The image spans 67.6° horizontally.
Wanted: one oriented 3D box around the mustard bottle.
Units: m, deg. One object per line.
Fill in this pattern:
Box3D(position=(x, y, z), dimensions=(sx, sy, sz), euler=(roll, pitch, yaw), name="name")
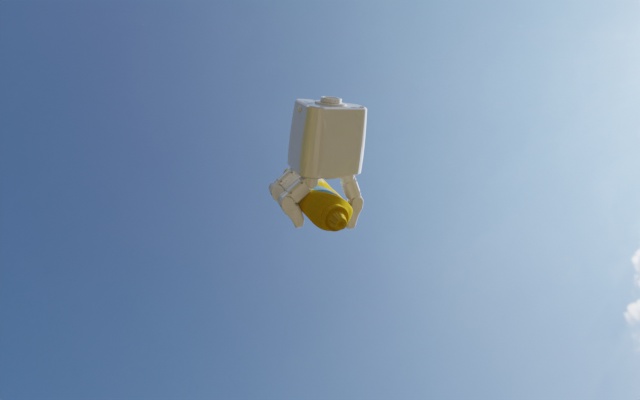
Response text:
Box3D(position=(0.000, 0.003, 0.775), dimensions=(0.096, 0.058, 0.191), euler=(25, 9, -26), name="mustard bottle")
